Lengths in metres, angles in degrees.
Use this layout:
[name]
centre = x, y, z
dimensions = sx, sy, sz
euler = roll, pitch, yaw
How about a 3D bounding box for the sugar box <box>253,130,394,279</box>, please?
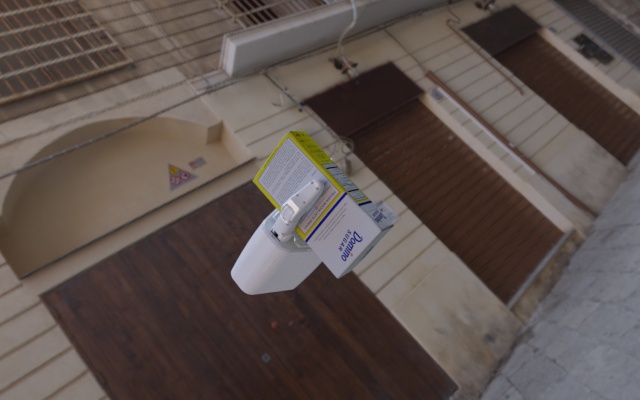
[sugar box]
centre = 0.000, 0.002, 0.611
dimensions = 0.093, 0.176, 0.048
euler = -51, -16, 28
